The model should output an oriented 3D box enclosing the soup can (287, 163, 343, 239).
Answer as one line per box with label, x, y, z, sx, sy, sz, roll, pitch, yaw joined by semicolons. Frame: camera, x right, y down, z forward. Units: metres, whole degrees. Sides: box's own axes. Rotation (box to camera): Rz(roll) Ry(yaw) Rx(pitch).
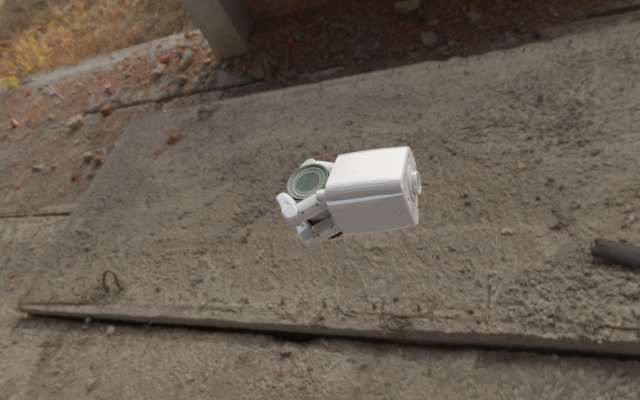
soup can;0.000;0.002;0.711;0.068;0.068;0.102;0;-36;27
